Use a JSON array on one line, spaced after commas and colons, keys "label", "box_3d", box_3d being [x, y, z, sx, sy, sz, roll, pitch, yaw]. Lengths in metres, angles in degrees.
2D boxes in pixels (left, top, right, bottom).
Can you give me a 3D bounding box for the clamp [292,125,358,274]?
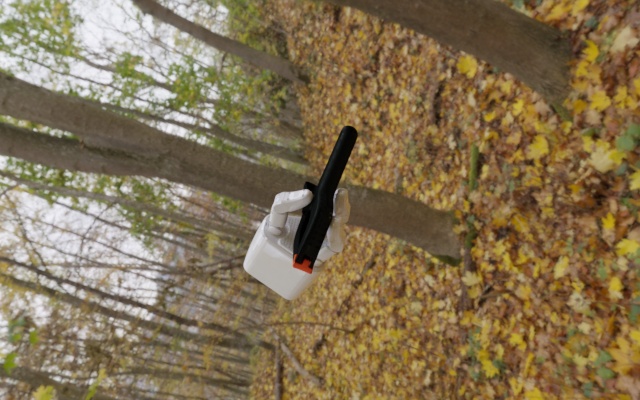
[{"label": "clamp", "box_3d": [-0.001, 0.002, 0.672, 0.036, 0.209, 0.165, 22, -44, -11]}]
